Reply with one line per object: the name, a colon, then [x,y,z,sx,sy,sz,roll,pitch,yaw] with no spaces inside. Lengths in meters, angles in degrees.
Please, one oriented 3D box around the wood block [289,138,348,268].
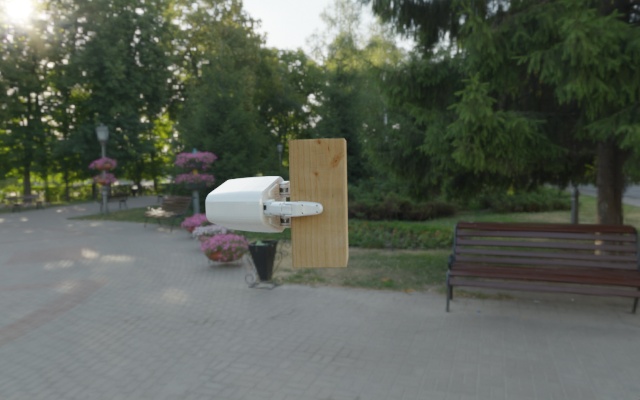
wood block: [0.000,0.003,0.800,0.090,0.206,0.091,-1,4,6]
